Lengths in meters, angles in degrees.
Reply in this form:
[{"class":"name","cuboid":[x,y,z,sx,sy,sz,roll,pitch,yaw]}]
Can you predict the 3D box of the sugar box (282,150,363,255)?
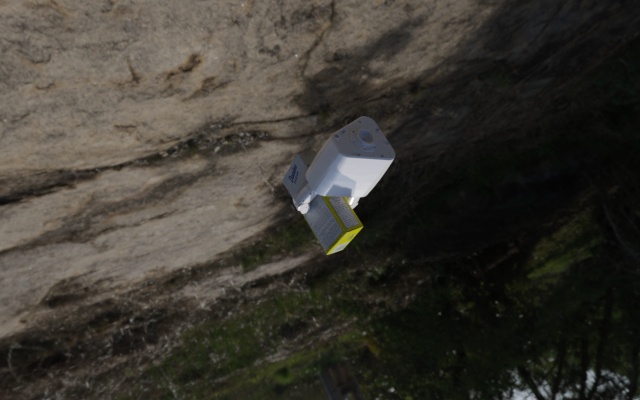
[{"class":"sugar box","cuboid":[0.001,0.003,0.878,0.048,0.176,0.093,-15,-24,-34]}]
